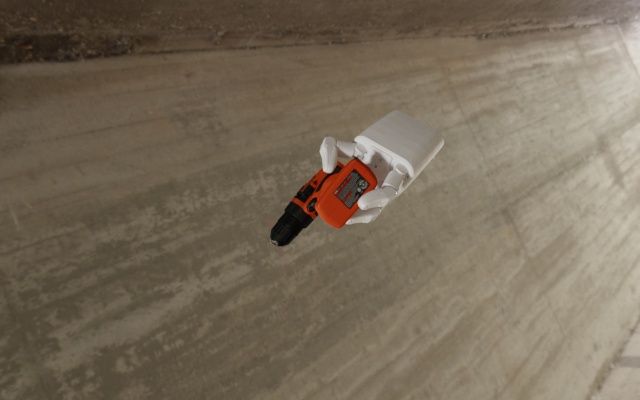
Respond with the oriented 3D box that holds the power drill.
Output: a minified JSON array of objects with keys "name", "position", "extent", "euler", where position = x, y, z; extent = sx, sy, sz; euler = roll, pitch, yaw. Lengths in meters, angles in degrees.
[{"name":"power drill","position":[0.000,0.002,0.762],"extent":[0.057,0.184,0.187],"euler":[42,-13,-15]}]
